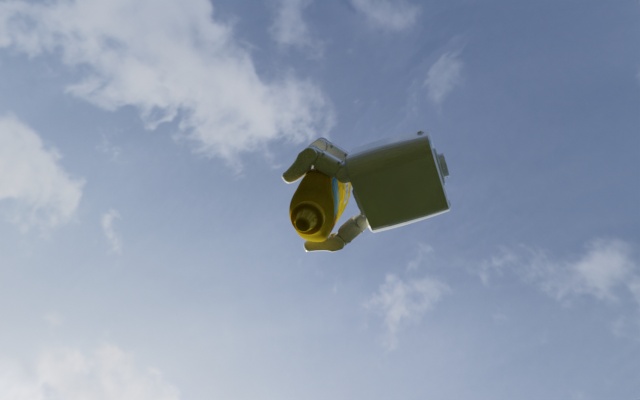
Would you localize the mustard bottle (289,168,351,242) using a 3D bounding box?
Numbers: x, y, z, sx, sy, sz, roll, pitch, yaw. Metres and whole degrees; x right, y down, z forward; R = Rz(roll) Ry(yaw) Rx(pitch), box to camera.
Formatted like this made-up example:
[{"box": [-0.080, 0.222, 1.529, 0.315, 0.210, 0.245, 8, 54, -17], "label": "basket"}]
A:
[{"box": [0.000, 0.002, 0.638, 0.058, 0.096, 0.191, 8, 18, 10], "label": "mustard bottle"}]
